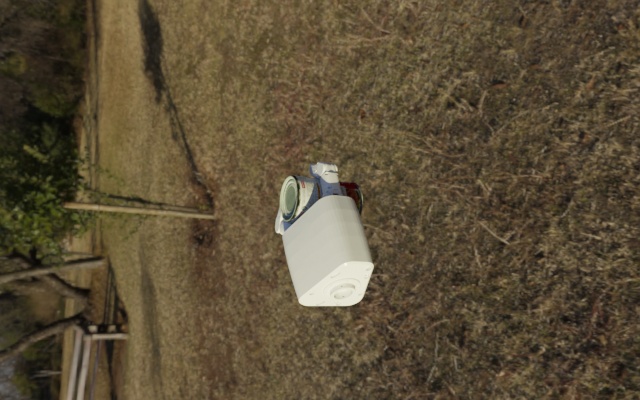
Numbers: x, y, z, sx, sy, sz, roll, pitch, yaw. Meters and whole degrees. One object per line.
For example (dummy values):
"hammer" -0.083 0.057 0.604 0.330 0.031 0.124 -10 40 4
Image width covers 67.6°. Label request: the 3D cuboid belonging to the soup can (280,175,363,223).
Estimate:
"soup can" 0.000 0.002 0.687 0.102 0.068 0.068 6 -3 -26
